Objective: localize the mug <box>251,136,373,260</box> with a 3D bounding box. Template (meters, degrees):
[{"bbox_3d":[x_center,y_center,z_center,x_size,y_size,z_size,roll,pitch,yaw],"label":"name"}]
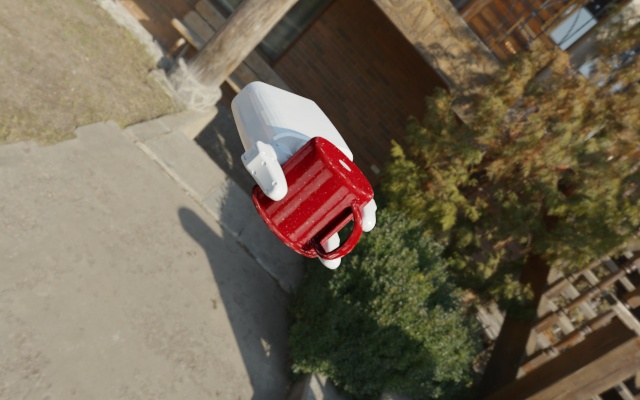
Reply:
[{"bbox_3d":[0.001,0.002,0.448,0.081,0.117,0.093,-43,-40,17],"label":"mug"}]
